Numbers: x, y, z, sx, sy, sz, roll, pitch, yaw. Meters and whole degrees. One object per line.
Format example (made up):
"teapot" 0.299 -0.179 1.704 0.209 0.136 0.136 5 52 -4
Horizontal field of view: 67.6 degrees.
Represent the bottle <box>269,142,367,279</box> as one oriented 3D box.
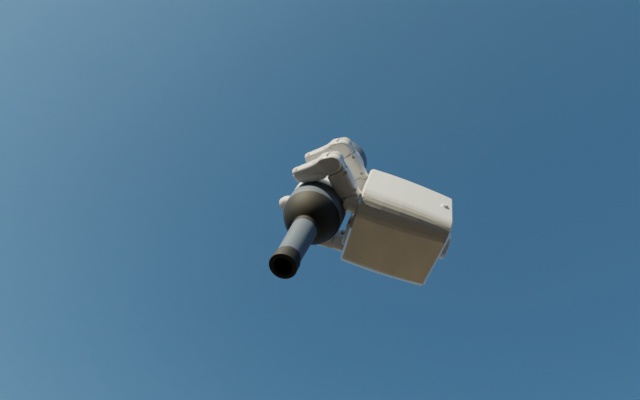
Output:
"bottle" 0.000 0.002 0.565 0.069 0.069 0.295 0 23 15
